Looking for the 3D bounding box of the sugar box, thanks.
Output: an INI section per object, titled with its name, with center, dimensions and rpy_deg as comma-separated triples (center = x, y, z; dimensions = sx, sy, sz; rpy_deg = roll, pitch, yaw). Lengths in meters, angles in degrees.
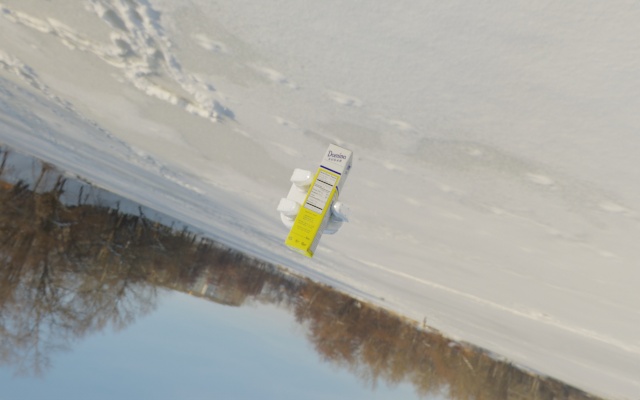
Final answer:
[sugar box]
center = 0.000, 0.002, 0.780
dimensions = 0.048, 0.176, 0.093
rpy_deg = 21, -10, 7
